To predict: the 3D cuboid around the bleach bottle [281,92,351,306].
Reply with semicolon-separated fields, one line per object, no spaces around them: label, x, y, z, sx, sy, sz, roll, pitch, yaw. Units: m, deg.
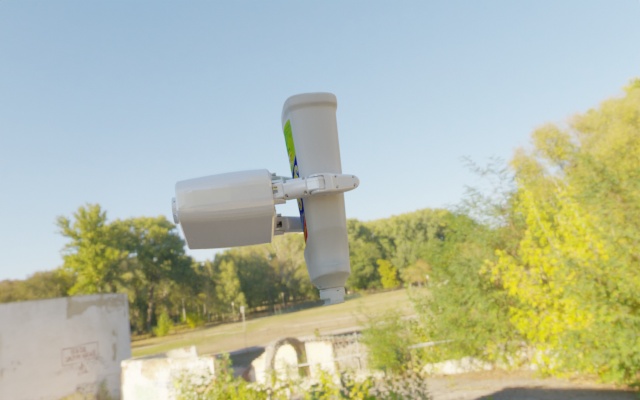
bleach bottle;0.000;0.002;0.592;0.068;0.250;0.102;-6;-11;-11
